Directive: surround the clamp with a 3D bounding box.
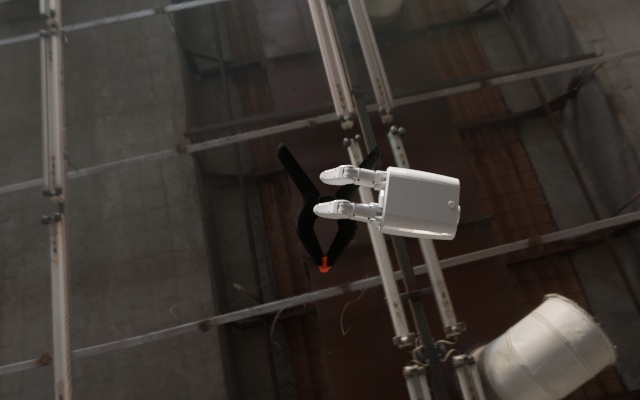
[{"bbox_3d":[0.000,0.003,0.735,0.164,0.210,0.036,8,-19,4],"label":"clamp"}]
